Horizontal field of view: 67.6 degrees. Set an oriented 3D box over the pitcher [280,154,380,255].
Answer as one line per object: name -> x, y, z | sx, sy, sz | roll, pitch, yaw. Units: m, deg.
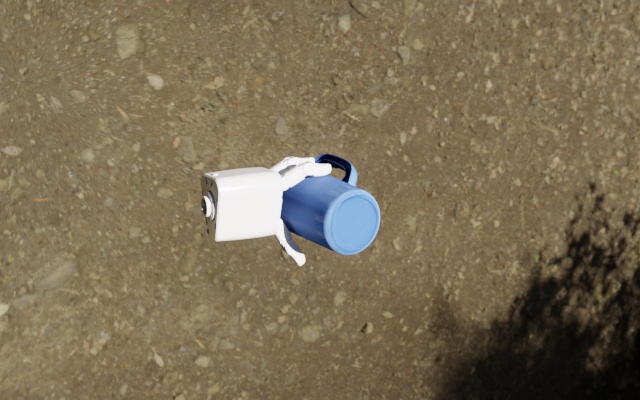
pitcher -> 0.000, 0.003, 0.845 | 0.145, 0.149, 0.242 | -6, 15, -30
